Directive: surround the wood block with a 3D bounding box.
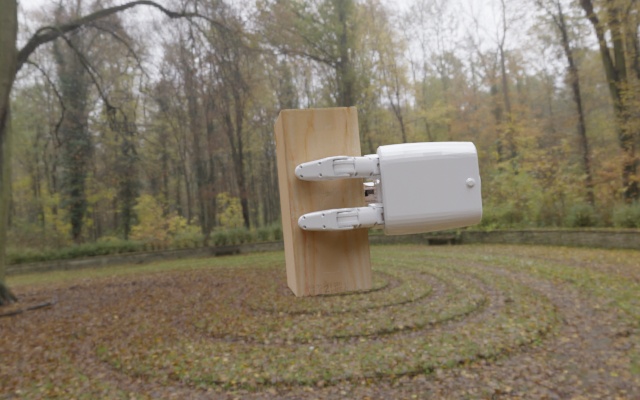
[{"bbox_3d":[0.000,0.002,0.571,0.090,0.206,0.091,-5,-1,-10],"label":"wood block"}]
